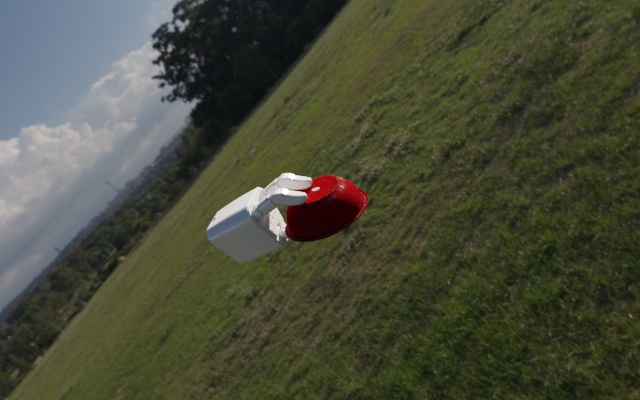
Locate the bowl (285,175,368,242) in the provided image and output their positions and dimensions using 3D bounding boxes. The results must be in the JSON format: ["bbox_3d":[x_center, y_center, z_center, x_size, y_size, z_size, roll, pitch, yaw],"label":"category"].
[{"bbox_3d":[0.001,0.002,0.846,0.162,0.055,0.162,-20,26,10],"label":"bowl"}]
